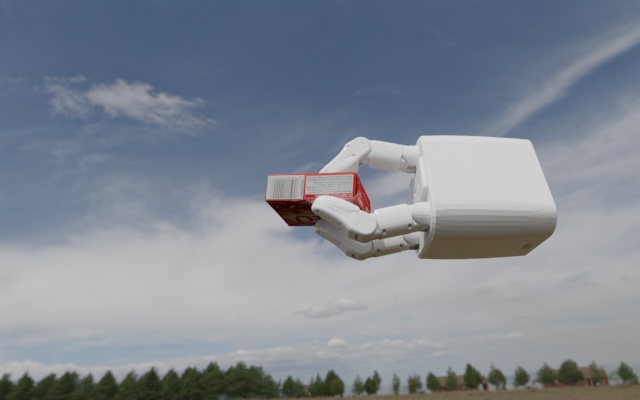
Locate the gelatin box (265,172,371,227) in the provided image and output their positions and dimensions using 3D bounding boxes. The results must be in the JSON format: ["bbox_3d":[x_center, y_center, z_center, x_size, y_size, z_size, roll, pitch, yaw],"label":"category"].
[{"bbox_3d":[0.000,0.001,0.465,0.089,0.030,0.073,-1,-22,15],"label":"gelatin box"}]
